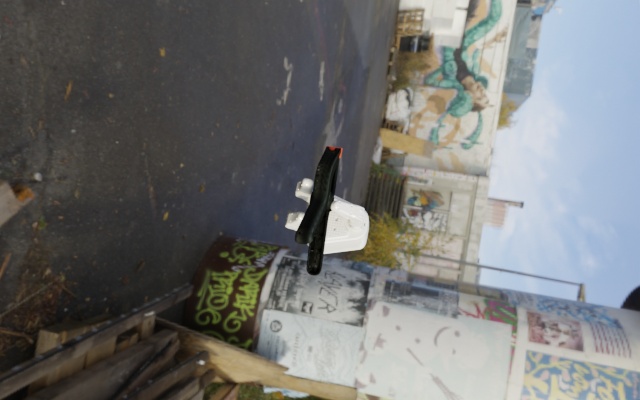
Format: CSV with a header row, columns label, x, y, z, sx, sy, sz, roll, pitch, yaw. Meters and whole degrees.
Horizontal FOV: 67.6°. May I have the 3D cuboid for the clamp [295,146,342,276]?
label,x,y,z,sx,sy,sz,roll,pitch,yaw
clamp,0.001,0.002,0.750,0.036,0.210,0.165,9,-17,9
